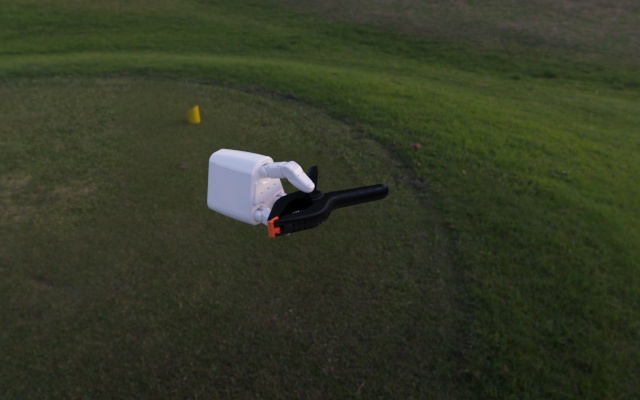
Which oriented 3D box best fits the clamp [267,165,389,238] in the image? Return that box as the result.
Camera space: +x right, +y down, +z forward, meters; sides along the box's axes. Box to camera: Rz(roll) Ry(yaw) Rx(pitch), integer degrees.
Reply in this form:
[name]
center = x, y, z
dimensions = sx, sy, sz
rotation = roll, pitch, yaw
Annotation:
[clamp]
center = 0.000, 0.002, 0.764
dimensions = 0.164, 0.036, 0.210
rotation = 13, 32, 31
